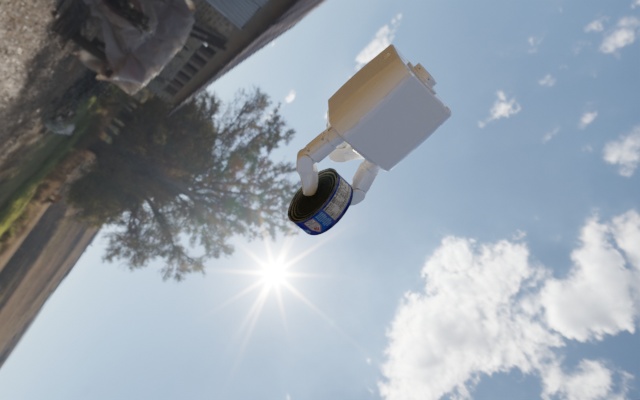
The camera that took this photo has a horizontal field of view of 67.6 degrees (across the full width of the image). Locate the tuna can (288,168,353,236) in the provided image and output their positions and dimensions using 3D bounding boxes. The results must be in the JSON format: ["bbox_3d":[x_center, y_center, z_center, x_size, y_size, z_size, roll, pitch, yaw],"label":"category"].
[{"bbox_3d":[0.000,0.002,0.609,0.034,0.086,0.086,42,-21,-26],"label":"tuna can"}]
